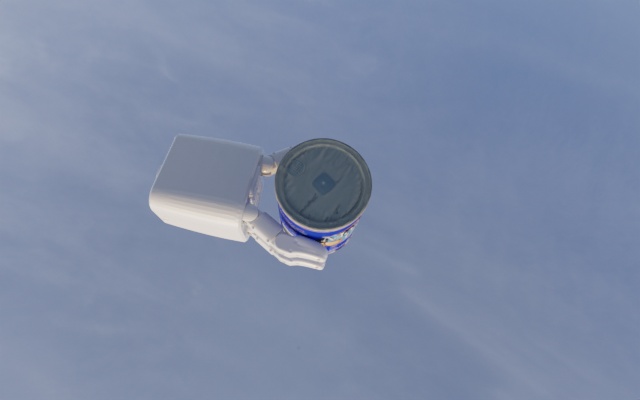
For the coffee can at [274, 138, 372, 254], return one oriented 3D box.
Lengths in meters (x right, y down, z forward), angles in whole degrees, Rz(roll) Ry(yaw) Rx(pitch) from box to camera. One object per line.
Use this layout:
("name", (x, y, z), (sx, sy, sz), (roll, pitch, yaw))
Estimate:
("coffee can", (0.000, 0.002, 0.564), (0.103, 0.102, 0.140), (0, -17, -3))
